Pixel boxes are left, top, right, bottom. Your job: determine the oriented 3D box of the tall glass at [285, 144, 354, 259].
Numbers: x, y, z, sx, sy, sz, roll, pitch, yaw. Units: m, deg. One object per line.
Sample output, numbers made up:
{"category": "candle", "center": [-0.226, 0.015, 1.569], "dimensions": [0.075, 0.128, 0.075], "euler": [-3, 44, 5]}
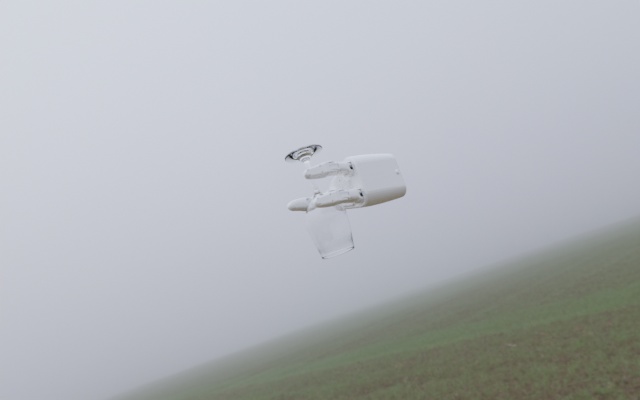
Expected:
{"category": "tall glass", "center": [0.000, 0.002, 0.875], "dimensions": [0.079, 0.201, 0.079], "euler": [-18, -13, -4]}
